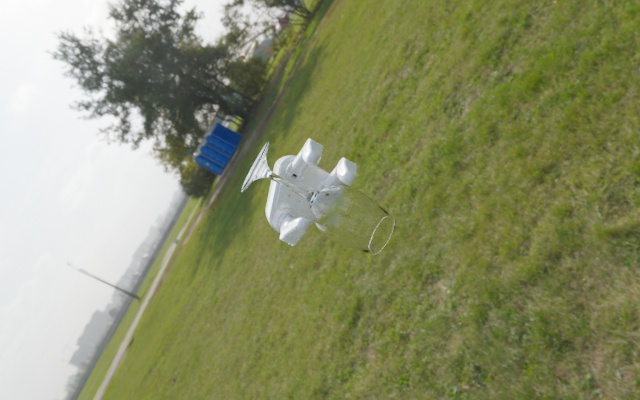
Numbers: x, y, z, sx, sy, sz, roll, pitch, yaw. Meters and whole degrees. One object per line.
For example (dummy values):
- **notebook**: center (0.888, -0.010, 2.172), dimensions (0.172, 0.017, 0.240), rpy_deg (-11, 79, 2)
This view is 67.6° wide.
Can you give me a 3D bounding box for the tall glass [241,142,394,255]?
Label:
- **tall glass**: center (0.000, 0.002, 0.641), dimensions (0.201, 0.079, 0.079), rpy_deg (28, -7, -14)
